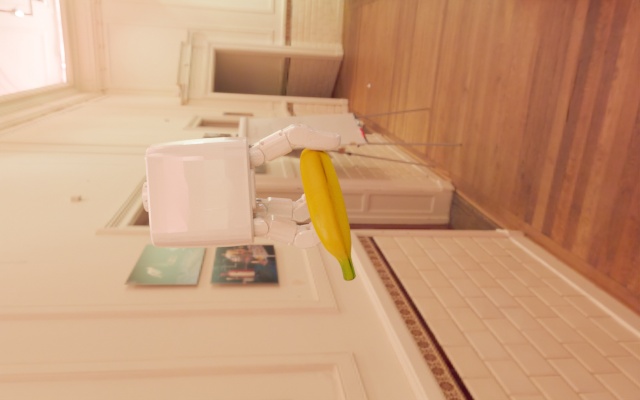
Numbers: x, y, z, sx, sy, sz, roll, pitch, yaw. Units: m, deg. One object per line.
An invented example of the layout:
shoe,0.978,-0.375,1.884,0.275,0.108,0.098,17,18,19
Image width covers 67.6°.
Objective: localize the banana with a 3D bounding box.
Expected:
banana,0.000,-0.010,0.507,0.037,0.070,0.197,-8,43,-6
